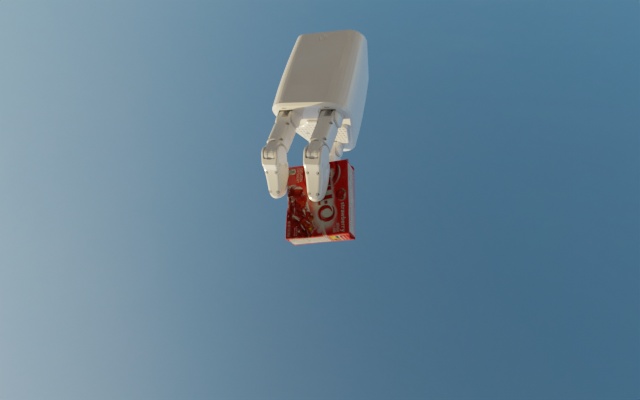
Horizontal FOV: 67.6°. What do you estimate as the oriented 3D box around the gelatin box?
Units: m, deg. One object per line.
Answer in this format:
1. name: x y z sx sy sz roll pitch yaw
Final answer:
1. gelatin box: 0.000 0.002 0.533 0.073 0.089 0.030 -6 -21 18
